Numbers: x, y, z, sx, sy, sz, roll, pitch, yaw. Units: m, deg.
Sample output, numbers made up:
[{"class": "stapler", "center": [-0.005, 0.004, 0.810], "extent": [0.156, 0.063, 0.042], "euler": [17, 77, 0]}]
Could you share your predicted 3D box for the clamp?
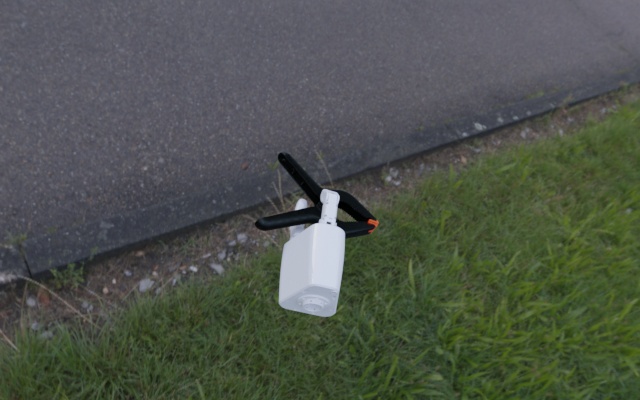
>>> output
[{"class": "clamp", "center": [0.001, 0.003, 0.828], "extent": [0.210, 0.164, 0.036], "euler": [15, -35, -13]}]
